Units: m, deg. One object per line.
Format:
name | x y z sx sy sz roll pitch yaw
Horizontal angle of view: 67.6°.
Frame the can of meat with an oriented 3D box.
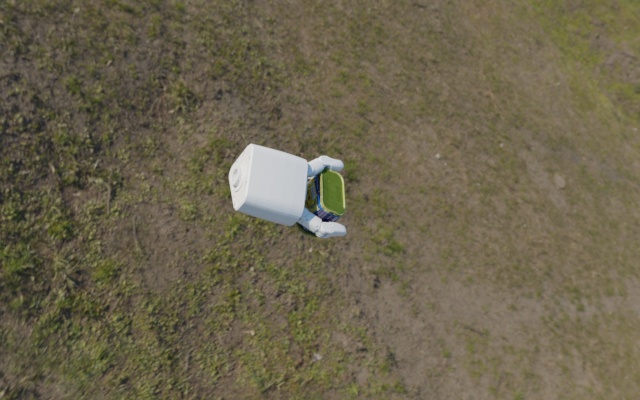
can of meat | 0.000 0.003 0.867 0.057 0.102 0.084 19 -40 -27
